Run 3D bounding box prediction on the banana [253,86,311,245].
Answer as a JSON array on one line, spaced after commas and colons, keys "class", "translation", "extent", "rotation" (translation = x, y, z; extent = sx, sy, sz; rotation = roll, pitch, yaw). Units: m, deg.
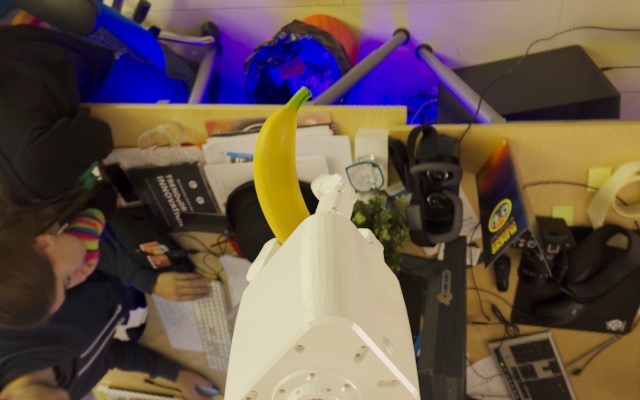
[{"class": "banana", "translation": [-0.019, 0.003, 0.434], "extent": [0.069, 0.198, 0.037], "rotation": [-16, 23, -6]}]
